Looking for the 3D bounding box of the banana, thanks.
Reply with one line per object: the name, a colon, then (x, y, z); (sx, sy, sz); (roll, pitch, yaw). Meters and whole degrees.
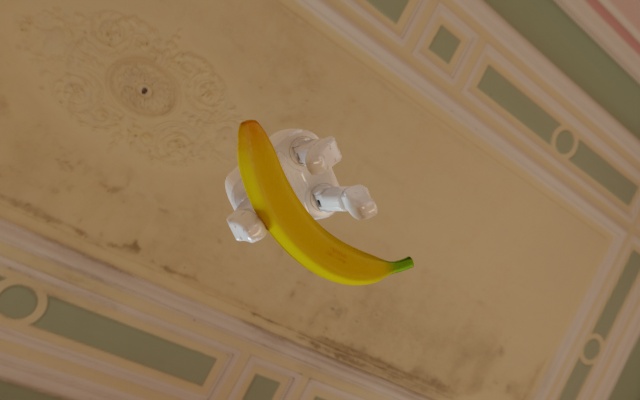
banana: (-0.010, 0.018, 0.415); (0.198, 0.069, 0.037); (41, 1, -18)
